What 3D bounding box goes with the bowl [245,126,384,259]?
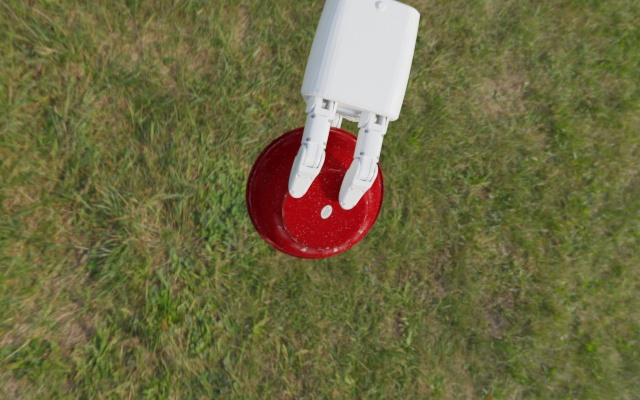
[{"bbox_3d":[0.000,0.003,0.524,0.162,0.162,0.055,0,19,-11],"label":"bowl"}]
